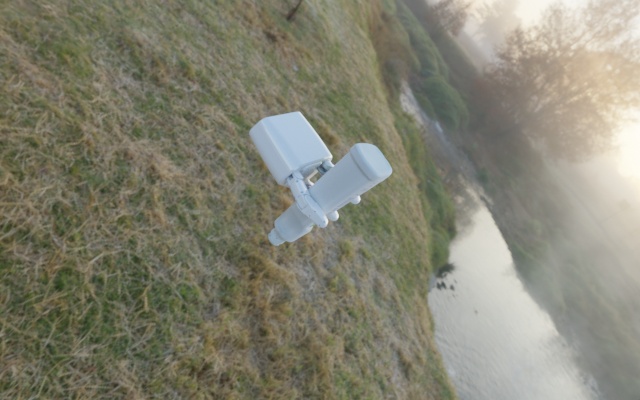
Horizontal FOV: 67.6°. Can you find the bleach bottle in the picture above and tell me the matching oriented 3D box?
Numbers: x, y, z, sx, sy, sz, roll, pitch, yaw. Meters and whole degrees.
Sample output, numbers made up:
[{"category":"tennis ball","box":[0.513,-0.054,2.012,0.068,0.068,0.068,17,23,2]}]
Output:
[{"category":"bleach bottle","box":[0.000,0.003,0.816,0.251,0.068,0.102,-38,-11,25]}]
